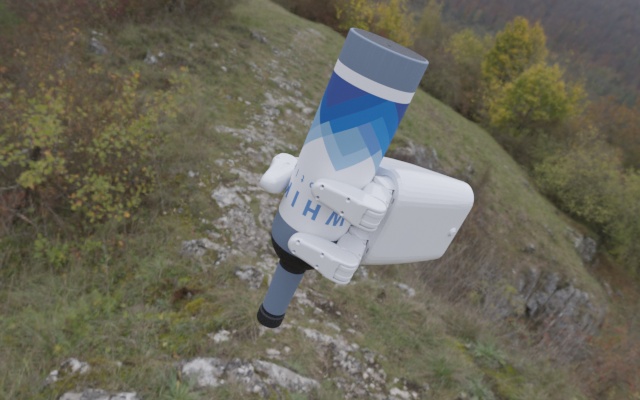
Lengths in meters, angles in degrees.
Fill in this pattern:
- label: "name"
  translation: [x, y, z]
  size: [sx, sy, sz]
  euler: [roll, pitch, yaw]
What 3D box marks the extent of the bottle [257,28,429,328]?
- label: "bottle"
  translation: [0.000, 0.001, 0.432]
  size: [0.069, 0.296, 0.069]
  euler: [19, 26, -10]
